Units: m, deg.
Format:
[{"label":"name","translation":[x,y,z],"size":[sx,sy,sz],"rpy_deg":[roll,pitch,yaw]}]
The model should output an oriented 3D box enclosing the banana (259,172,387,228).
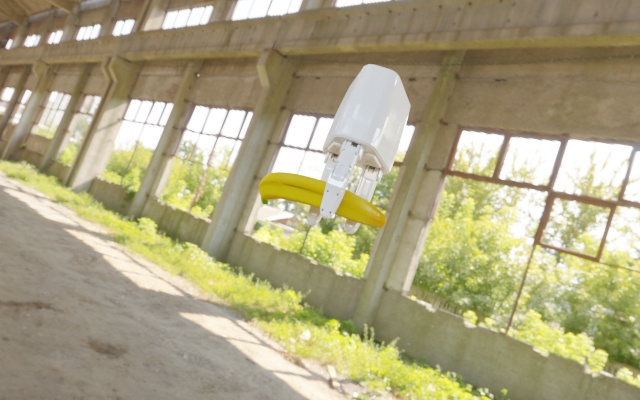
[{"label":"banana","translation":[-0.011,-0.006,0.617],"size":[0.198,0.037,0.070],"rpy_deg":[12,-18,32]}]
